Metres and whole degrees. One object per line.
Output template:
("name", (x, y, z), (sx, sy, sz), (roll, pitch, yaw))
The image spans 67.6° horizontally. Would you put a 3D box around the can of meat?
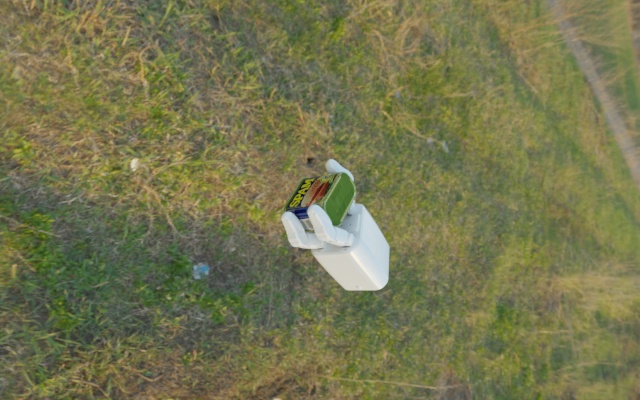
("can of meat", (0.000, 0.002, 0.765), (0.084, 0.057, 0.102), (-9, 37, 39))
